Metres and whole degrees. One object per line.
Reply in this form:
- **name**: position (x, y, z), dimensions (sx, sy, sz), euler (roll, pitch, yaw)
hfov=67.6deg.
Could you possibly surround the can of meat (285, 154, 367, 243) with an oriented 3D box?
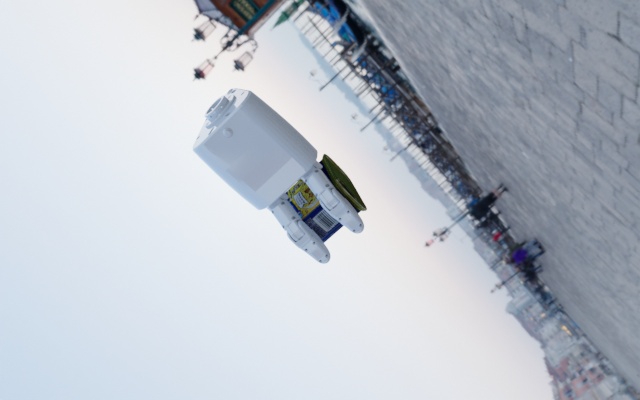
- **can of meat**: position (0.000, 0.002, 0.597), dimensions (0.057, 0.084, 0.102), euler (42, 13, -30)
